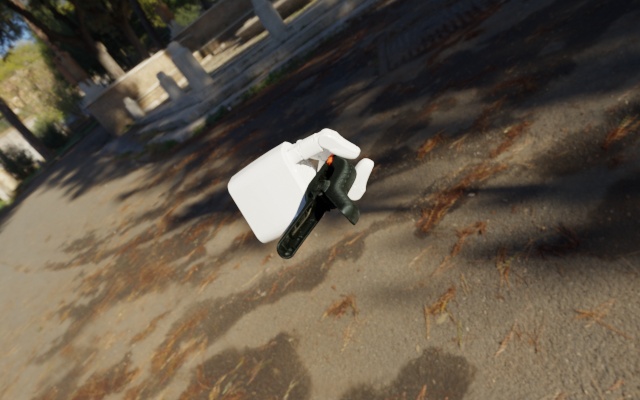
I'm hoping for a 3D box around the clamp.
[{"bbox_3d":[0.000,0.001,0.609,0.120,0.039,0.171,-28,24,21],"label":"clamp"}]
